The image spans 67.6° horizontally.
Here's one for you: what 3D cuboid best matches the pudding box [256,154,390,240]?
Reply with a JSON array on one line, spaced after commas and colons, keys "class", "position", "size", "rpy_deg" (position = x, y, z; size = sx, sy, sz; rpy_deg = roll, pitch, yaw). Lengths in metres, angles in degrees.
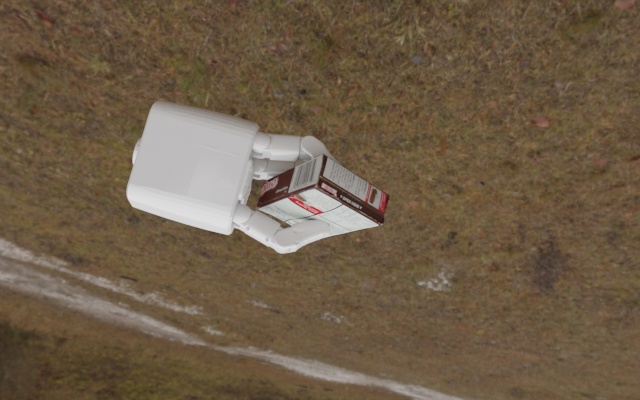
[{"class": "pudding box", "position": [0.000, 0.002, 0.496], "size": [0.090, 0.039, 0.113], "rpy_deg": [29, -26, -29]}]
